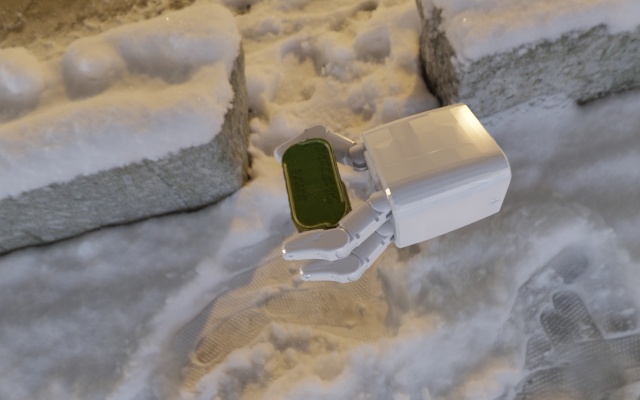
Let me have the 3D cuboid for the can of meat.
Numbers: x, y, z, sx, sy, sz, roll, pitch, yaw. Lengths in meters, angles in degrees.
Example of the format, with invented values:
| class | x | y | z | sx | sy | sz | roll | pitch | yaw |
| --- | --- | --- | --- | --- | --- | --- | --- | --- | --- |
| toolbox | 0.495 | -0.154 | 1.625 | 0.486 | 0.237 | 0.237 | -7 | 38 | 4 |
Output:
| class | x | y | z | sx | sy | sz | roll | pitch | yaw |
| --- | --- | --- | --- | --- | --- | --- | --- | --- | --- |
| can of meat | 0.000 | 0.001 | 0.470 | 0.057 | 0.102 | 0.084 | -15 | -29 | 3 |
